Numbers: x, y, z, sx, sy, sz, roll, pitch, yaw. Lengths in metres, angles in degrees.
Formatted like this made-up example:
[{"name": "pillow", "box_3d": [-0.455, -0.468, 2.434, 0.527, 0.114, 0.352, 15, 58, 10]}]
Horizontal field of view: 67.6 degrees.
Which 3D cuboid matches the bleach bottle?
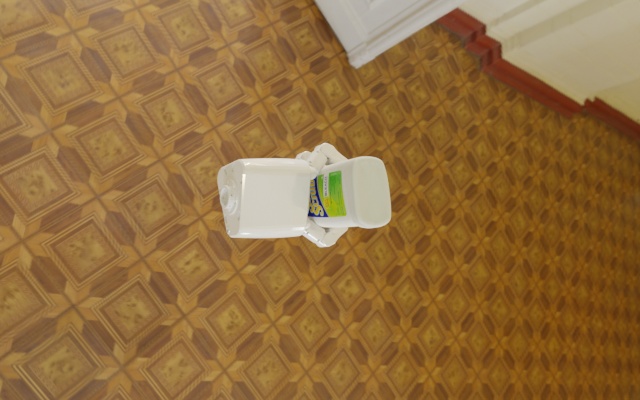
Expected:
[{"name": "bleach bottle", "box_3d": [0.000, 0.002, 0.748, 0.068, 0.102, 0.251, -1, -7, -35]}]
